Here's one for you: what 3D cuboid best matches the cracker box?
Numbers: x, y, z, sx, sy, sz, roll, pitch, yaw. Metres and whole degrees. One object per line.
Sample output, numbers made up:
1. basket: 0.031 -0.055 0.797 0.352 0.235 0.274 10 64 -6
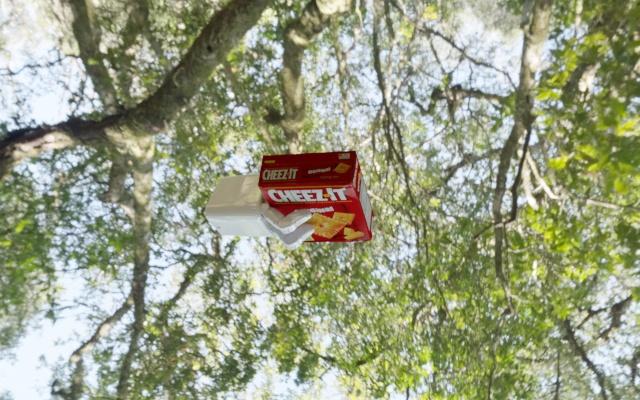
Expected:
1. cracker box: 0.000 0.003 0.863 0.164 0.072 0.214 -2 -31 14
